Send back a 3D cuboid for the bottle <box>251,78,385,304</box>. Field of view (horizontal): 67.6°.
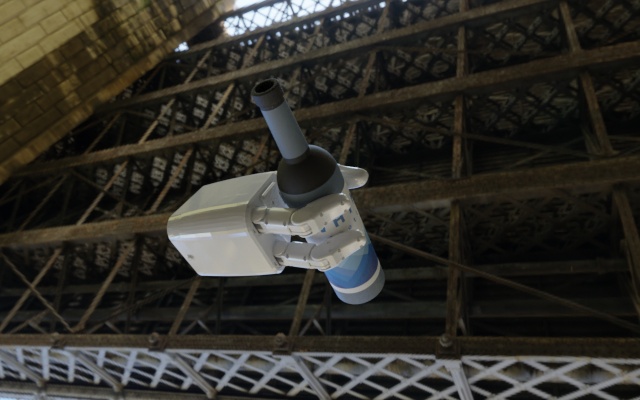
[{"bbox_3d":[0.000,0.002,0.517,0.069,0.069,0.296,0,-44,28],"label":"bottle"}]
